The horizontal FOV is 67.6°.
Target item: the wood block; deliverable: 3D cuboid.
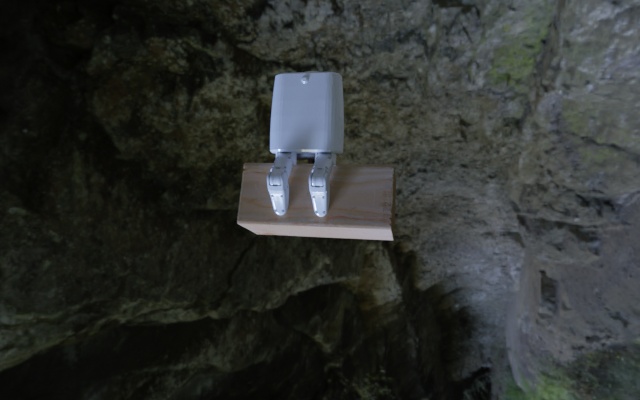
[{"bbox_3d":[0.000,0.002,0.672,0.206,0.090,0.091,2,-12,12],"label":"wood block"}]
